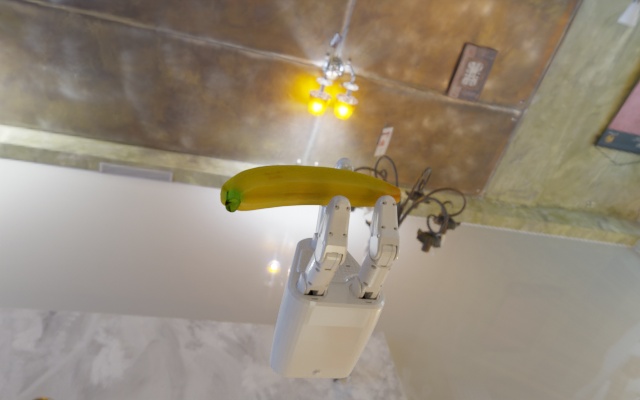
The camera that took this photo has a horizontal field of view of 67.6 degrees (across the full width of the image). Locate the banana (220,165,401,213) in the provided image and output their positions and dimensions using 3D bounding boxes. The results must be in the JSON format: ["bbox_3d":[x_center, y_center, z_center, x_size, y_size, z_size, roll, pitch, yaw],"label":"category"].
[{"bbox_3d":[-0.014,-0.007,0.433,0.198,0.037,0.069,-5,32,-40],"label":"banana"}]
